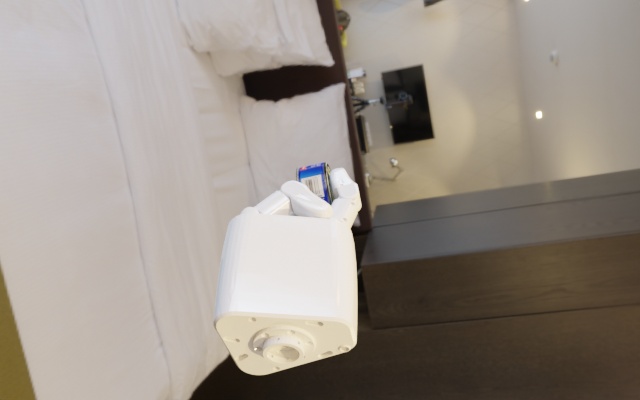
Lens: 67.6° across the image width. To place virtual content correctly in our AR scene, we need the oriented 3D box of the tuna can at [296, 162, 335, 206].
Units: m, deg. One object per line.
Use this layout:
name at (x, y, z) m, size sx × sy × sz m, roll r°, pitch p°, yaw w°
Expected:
tuna can at (0.001, 0.002, 0.525) m, size 0.034 × 0.086 × 0.086 m, roll -12°, pitch -2°, yaw 7°
